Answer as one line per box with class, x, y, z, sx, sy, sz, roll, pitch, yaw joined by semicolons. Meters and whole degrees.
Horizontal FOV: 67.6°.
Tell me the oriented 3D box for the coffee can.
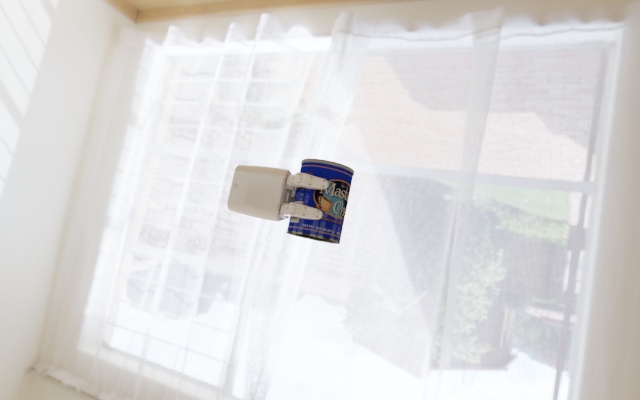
coffee can;0.000;0.003;0.894;0.103;0.140;0.103;11;-8;2
